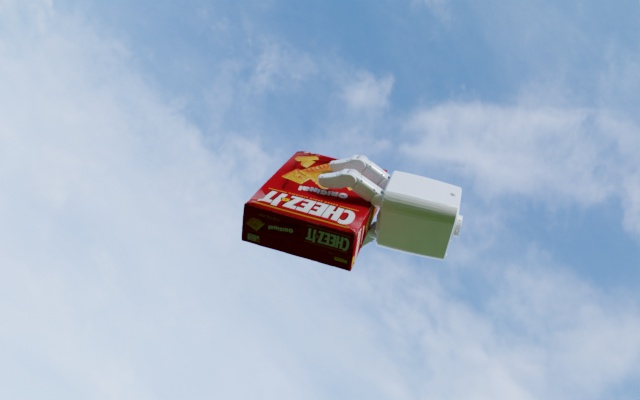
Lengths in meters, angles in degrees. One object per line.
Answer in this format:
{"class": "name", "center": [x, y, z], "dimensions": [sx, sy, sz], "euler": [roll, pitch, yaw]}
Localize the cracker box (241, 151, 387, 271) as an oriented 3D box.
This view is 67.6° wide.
{"class": "cracker box", "center": [0.000, 0.002, 0.731], "dimensions": [0.164, 0.072, 0.213], "euler": [14, 29, 13]}
